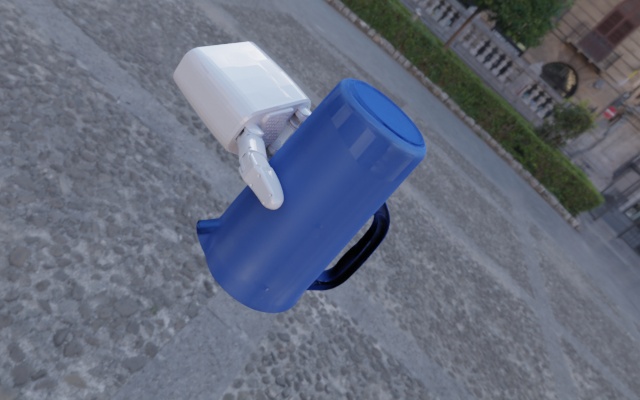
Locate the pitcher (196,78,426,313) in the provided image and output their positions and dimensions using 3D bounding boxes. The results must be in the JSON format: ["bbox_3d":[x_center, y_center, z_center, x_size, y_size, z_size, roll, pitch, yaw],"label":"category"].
[{"bbox_3d":[0.000,0.002,0.506,0.243,0.145,0.149,-48,-16,26],"label":"pitcher"}]
